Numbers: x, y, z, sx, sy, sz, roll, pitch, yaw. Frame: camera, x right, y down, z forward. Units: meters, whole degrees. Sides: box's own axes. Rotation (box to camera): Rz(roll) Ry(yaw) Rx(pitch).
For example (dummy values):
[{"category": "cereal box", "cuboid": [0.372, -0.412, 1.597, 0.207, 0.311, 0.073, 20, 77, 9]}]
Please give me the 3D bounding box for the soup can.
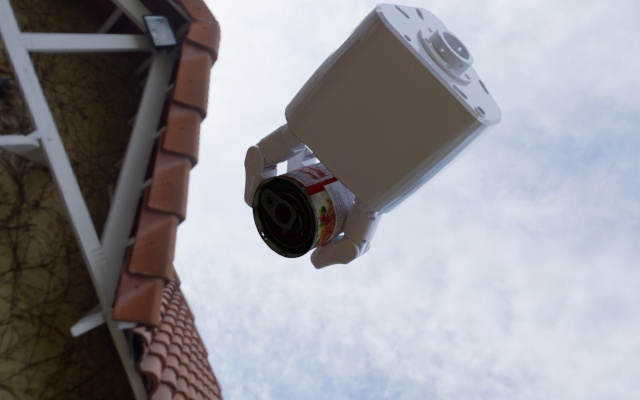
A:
[{"category": "soup can", "cuboid": [0.000, 0.002, 0.417, 0.068, 0.068, 0.102, 0, 14, 38]}]
